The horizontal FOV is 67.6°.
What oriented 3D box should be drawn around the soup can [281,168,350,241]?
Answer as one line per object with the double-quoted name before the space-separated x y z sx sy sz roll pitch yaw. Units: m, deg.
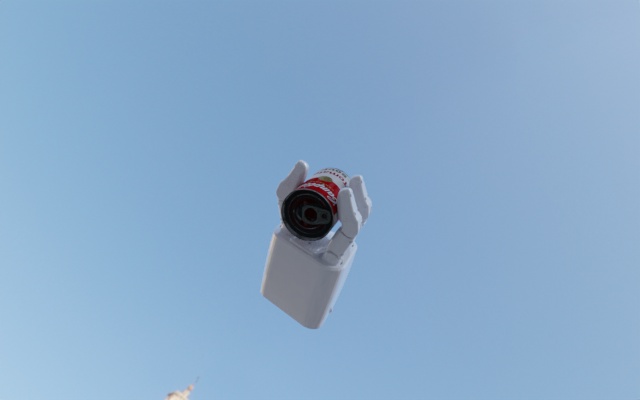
"soup can" 0.000 0.001 0.620 0.068 0.068 0.102 0 19 20
